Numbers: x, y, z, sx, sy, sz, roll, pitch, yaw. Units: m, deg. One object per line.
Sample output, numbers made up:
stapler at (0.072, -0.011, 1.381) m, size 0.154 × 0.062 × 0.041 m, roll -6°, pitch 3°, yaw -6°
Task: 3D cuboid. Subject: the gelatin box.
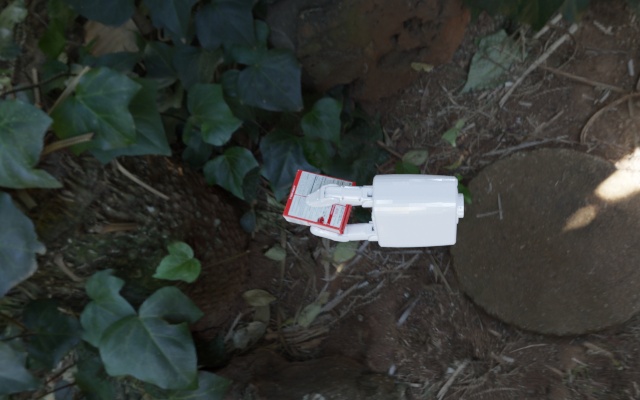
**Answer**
gelatin box at (0.000, 0.002, 0.681) m, size 0.089 × 0.073 × 0.030 m, roll 14°, pitch -16°, yaw 13°
